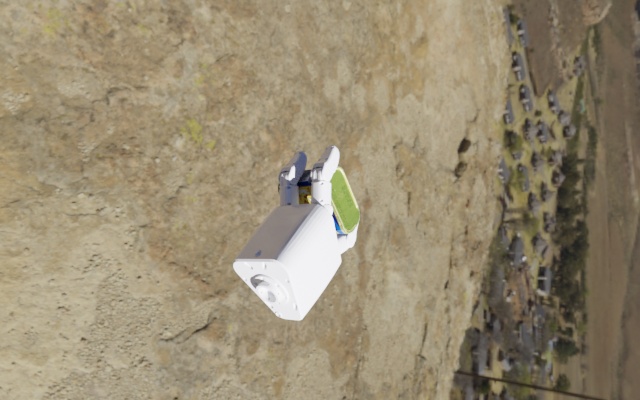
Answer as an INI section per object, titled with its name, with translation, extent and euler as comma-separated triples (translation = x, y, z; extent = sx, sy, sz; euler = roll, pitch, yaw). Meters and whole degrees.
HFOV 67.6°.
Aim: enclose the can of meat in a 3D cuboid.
[can of meat]
translation = 0.000, 0.002, 0.687
extent = 0.084, 0.102, 0.057
euler = -5, 30, 38
